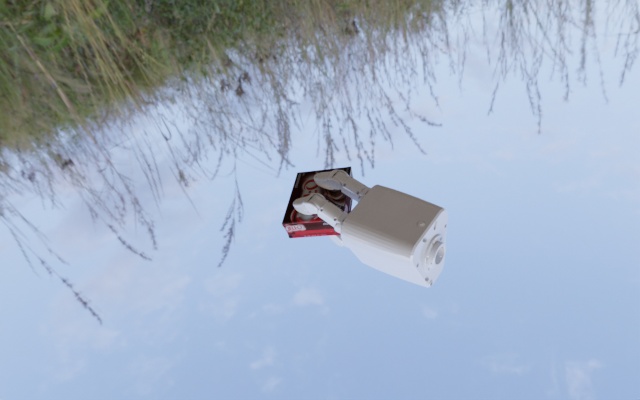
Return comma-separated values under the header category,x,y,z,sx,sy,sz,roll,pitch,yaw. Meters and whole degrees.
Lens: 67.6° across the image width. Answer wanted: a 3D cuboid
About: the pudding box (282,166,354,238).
category,x,y,z,sx,sy,sz,roll,pitch,yaw
pudding box,0.000,0.002,0.709,0.090,0.039,0.113,-5,42,18
